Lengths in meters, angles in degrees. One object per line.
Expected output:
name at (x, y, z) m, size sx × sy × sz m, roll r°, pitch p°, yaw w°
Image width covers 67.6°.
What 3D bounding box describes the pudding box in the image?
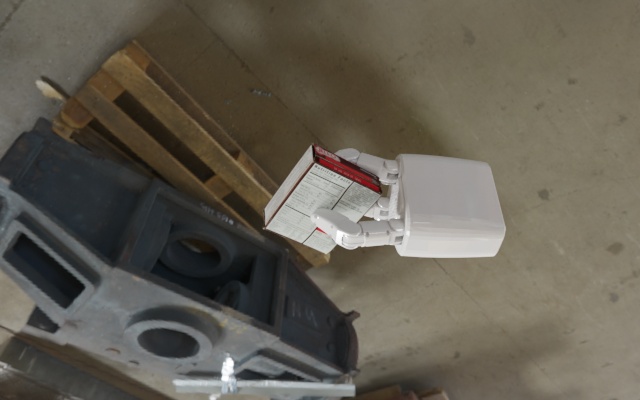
pudding box at (0.000, 0.002, 0.534) m, size 0.090 × 0.113 × 0.039 m, roll 26°, pitch 32°, yaw -22°
